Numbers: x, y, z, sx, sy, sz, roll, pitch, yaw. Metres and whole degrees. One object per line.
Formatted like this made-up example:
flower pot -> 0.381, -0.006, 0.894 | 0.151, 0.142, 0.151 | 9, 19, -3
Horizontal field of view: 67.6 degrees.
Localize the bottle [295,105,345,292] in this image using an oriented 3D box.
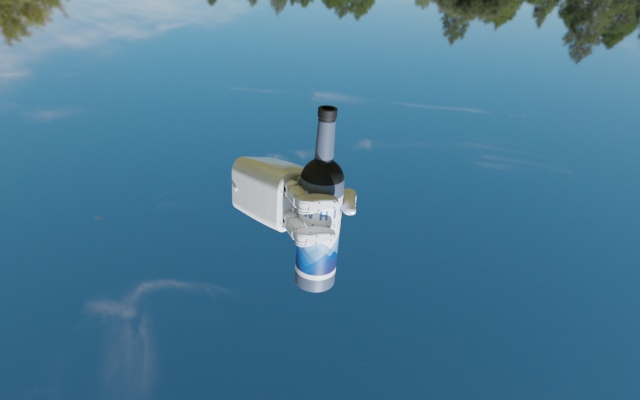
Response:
bottle -> 0.000, 0.003, 0.727 | 0.069, 0.296, 0.069 | 3, 28, -2
